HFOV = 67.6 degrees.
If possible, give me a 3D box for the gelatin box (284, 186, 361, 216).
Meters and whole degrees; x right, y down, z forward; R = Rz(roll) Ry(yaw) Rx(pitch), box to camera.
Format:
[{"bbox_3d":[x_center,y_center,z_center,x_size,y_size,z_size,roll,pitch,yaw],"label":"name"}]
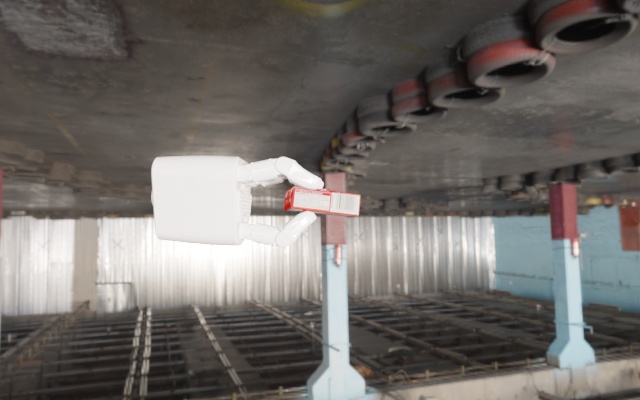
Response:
[{"bbox_3d":[0.000,0.003,0.623,0.089,0.030,0.073,7,-4,-10],"label":"gelatin box"}]
